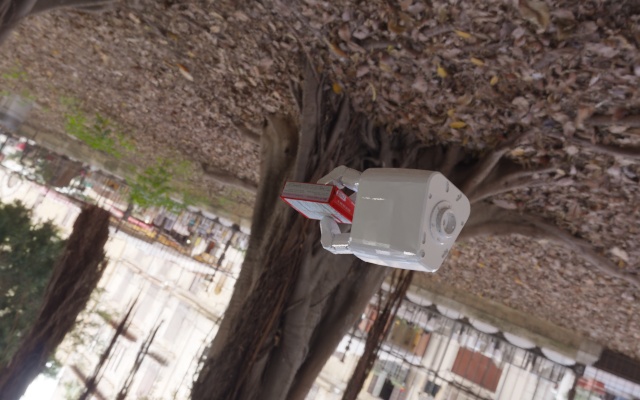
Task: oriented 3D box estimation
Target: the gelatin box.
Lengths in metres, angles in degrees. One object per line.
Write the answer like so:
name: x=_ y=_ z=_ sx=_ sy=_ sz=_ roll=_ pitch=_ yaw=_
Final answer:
gelatin box: x=0.000 y=0.003 z=0.668 sx=0.089 sy=0.030 sz=0.073 roll=6 pitch=-21 yaw=36
